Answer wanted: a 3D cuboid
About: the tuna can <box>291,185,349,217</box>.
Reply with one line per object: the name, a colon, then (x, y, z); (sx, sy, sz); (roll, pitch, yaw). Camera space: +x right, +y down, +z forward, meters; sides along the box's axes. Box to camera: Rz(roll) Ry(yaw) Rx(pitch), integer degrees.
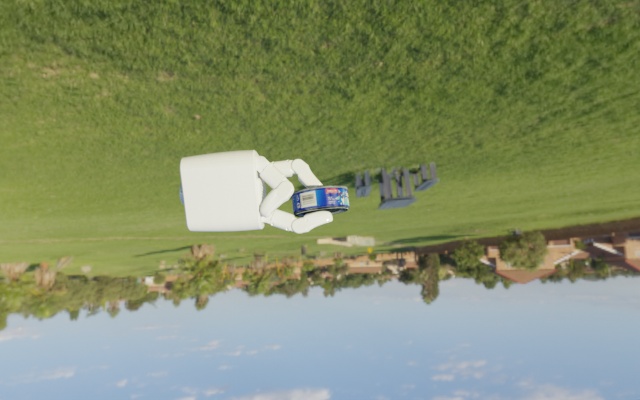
tuna can: (0.000, 0.003, 0.718); (0.086, 0.033, 0.086); (-7, -9, -1)
